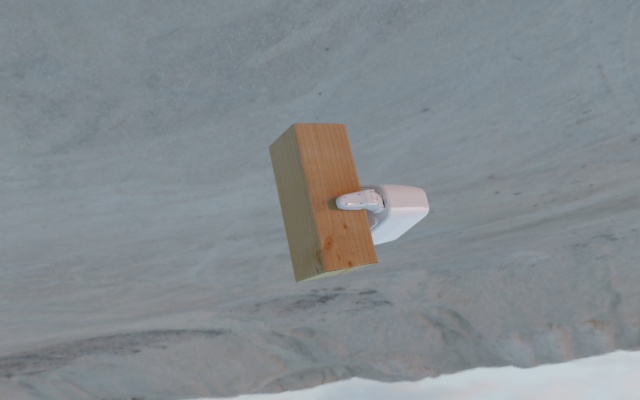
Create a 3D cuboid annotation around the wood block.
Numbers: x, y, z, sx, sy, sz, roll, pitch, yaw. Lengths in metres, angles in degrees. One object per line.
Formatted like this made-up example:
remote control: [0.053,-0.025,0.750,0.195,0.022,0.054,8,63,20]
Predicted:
wood block: [0.001,0.002,0.683,0.090,0.206,0.091,-5,-14,-32]
